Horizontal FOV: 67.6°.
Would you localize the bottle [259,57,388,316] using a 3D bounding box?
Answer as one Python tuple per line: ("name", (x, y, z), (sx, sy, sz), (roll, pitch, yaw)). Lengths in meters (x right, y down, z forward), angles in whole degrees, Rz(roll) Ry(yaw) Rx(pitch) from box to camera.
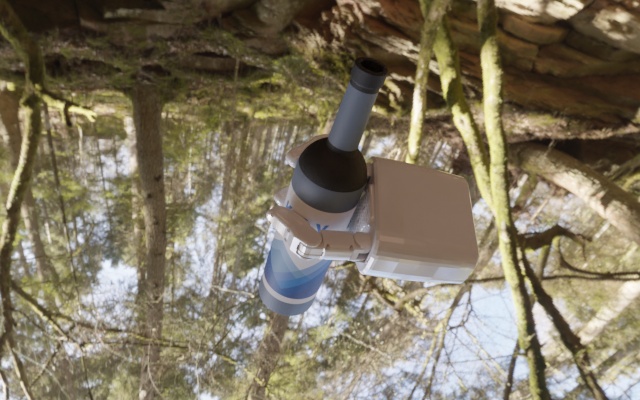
("bottle", (0.000, 0.002, 0.462), (0.069, 0.296, 0.069), (12, 41, -10))
